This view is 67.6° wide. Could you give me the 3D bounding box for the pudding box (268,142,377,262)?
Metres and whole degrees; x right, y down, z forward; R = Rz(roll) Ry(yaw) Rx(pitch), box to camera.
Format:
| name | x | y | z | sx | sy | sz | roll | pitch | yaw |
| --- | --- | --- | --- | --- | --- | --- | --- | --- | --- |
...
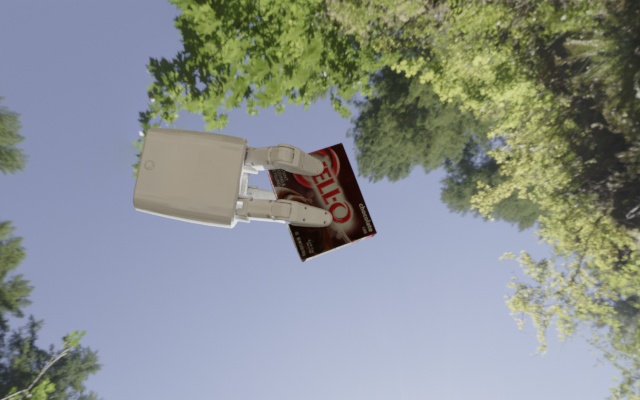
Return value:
| name | x | y | z | sx | sy | sz | roll | pitch | yaw |
| --- | --- | --- | --- | --- | --- | --- | --- | --- | --- |
| pudding box | 0.000 | 0.002 | 0.536 | 0.090 | 0.113 | 0.039 | -19 | -6 | -10 |
